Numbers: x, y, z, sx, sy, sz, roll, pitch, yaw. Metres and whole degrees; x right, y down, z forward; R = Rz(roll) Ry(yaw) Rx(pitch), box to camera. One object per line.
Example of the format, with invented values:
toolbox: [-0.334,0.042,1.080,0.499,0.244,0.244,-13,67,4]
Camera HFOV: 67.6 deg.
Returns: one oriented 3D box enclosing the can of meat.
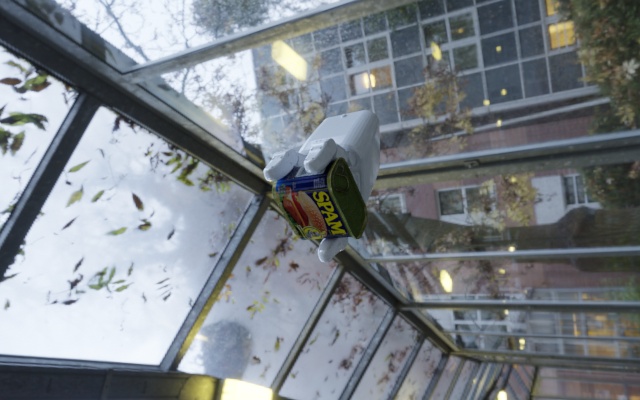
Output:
can of meat: [0.000,0.002,0.592,0.084,0.102,0.057,-6,38,29]
